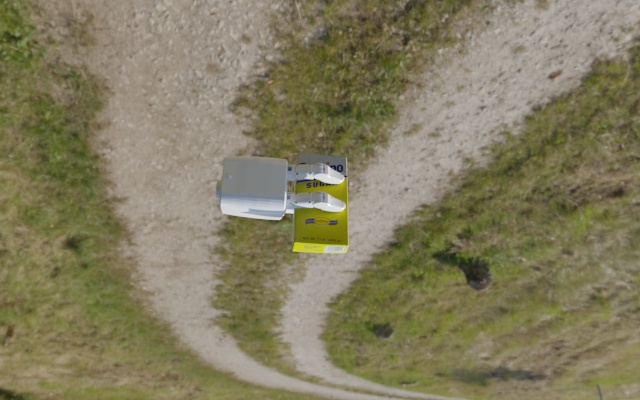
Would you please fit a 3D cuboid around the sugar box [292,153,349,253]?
[{"bbox_3d":[0.000,0.003,0.830,0.093,0.176,0.048,4,-26,-8],"label":"sugar box"}]
